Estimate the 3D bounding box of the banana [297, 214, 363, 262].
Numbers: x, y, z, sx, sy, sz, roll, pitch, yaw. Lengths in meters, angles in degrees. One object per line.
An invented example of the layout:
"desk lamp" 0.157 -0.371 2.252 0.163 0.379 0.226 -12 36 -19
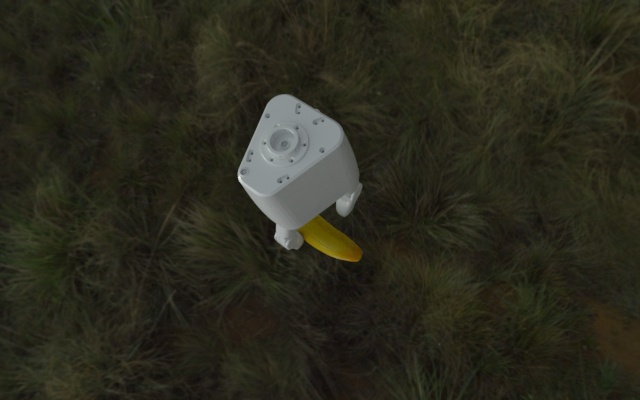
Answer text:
"banana" -0.018 0.008 0.643 0.069 0.197 0.037 -28 -24 -3
